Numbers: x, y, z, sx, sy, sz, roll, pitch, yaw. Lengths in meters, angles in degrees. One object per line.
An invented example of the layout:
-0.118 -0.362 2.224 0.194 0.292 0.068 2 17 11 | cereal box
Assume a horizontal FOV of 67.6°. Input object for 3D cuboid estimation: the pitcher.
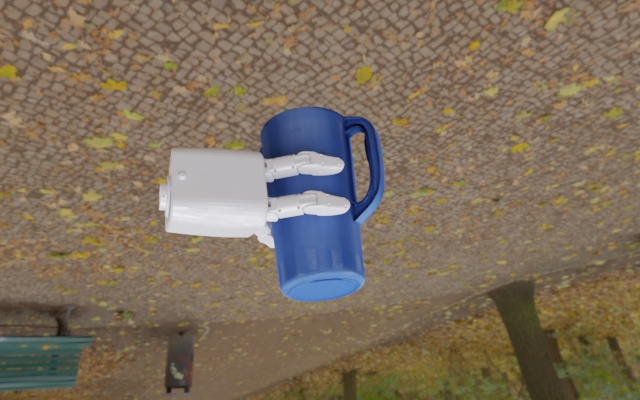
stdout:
0.000 0.002 0.641 0.145 0.242 0.149 4 -29 -21 | pitcher
